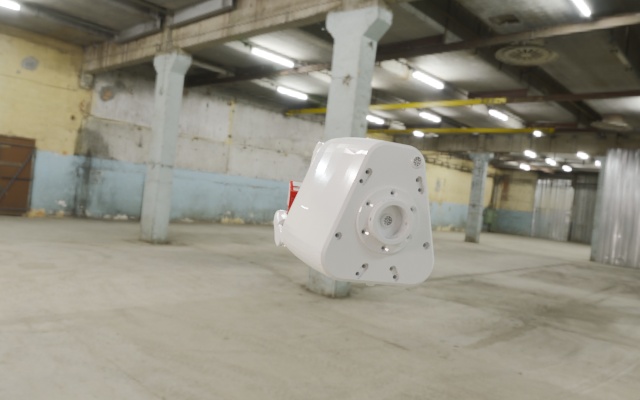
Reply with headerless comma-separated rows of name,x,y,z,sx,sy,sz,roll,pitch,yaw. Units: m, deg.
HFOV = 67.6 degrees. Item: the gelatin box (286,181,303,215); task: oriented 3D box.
gelatin box,0.000,0.001,0.533,0.073,0.030,0.089,8,8,-5
